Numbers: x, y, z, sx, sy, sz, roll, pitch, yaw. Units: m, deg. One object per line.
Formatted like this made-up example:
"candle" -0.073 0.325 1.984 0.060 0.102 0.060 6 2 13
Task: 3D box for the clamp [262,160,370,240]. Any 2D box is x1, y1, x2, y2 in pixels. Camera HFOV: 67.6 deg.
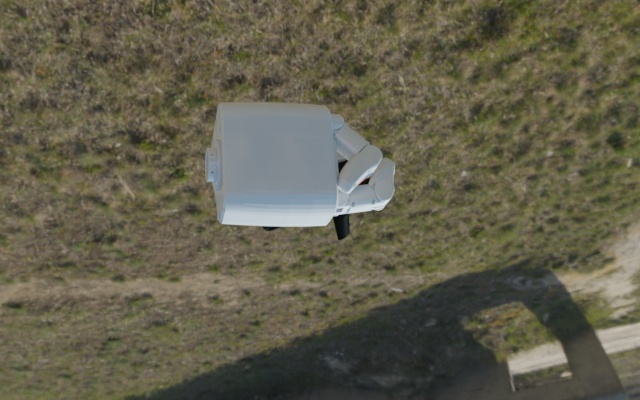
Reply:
"clamp" 0.000 0.002 0.560 0.120 0.039 0.172 -1 -30 -19
